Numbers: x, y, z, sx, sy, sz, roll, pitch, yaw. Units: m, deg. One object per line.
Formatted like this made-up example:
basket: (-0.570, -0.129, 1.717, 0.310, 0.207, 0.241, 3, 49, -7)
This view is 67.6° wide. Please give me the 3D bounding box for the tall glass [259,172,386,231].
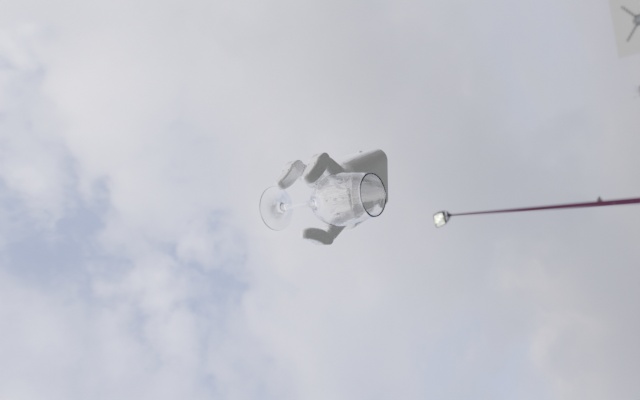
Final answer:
tall glass: (0.000, 0.003, 0.722, 0.201, 0.079, 0.079, -8, -5, 43)
